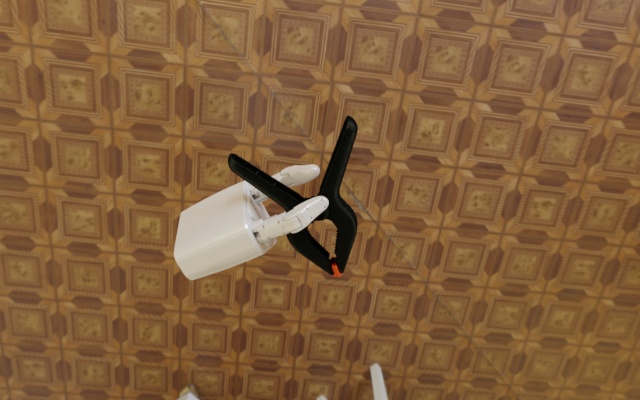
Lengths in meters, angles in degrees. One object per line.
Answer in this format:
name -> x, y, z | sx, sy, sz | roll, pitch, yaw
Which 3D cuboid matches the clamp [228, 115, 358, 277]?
clamp -> 0.000, 0.003, 0.612 | 0.164, 0.210, 0.036 | -23, 21, 10
